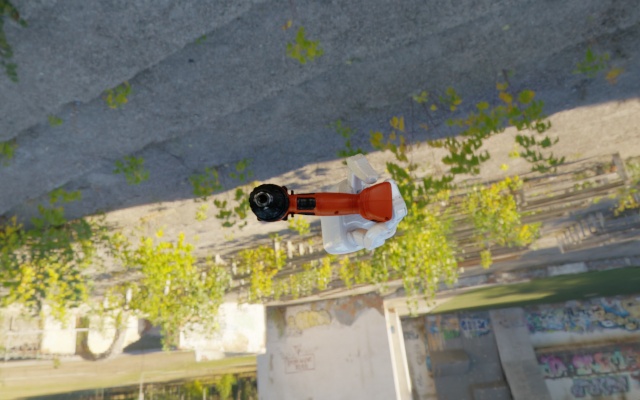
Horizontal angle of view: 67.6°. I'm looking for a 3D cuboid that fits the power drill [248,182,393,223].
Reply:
[{"bbox_3d":[0.001,0.002,0.652,0.187,0.057,0.184,1,-1,0],"label":"power drill"}]
